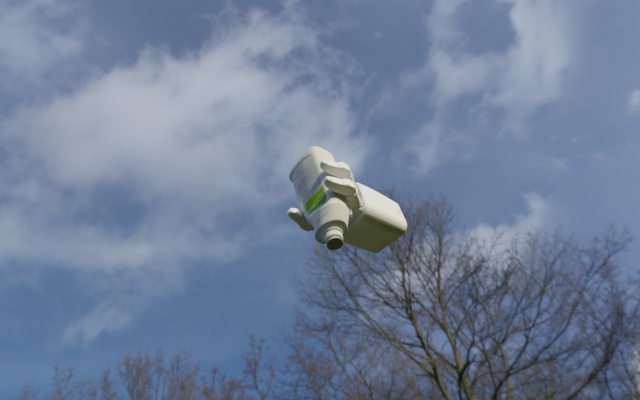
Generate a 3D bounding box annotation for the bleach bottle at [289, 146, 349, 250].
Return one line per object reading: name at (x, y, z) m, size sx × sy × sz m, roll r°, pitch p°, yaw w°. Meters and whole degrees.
bleach bottle at (0.000, 0.003, 0.891) m, size 0.068 × 0.103 × 0.250 m, roll 25°, pitch 29°, yaw -26°
